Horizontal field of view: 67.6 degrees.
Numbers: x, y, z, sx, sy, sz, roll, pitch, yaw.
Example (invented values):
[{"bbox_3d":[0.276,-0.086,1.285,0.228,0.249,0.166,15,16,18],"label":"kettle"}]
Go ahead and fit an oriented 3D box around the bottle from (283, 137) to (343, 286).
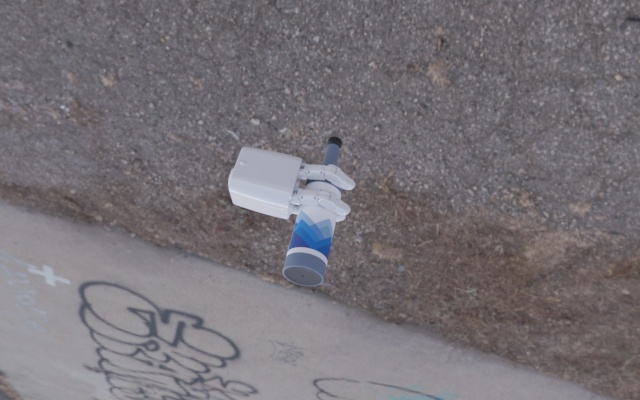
[{"bbox_3d":[0.000,0.003,0.835,0.069,0.295,0.069,9,-35,6],"label":"bottle"}]
